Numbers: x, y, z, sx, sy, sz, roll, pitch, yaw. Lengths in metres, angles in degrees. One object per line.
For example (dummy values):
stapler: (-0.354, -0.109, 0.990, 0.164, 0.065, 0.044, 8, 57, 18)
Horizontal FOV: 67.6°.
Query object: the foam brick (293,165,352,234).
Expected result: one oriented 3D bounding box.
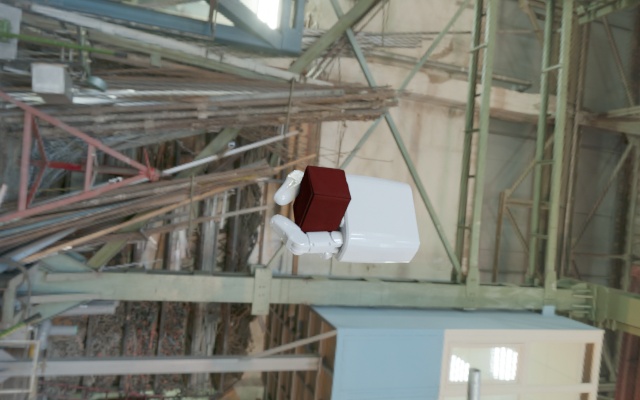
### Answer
foam brick: (0.000, 0.002, 0.605, 0.051, 0.053, 0.078, 5, -44, -17)
